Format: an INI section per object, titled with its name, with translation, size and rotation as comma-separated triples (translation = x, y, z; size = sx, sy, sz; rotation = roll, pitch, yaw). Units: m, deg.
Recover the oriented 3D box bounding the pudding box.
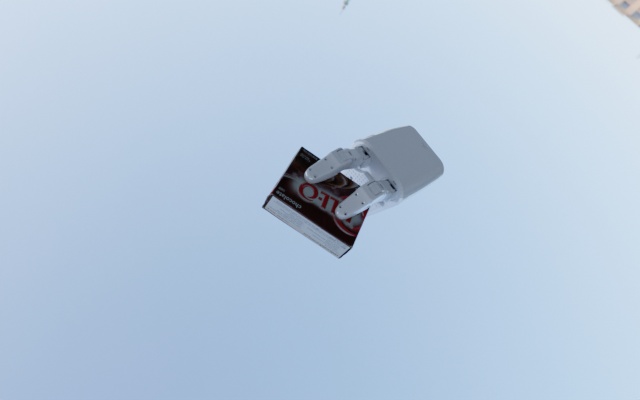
[pudding box]
translation = 0.000, 0.002, 0.568
size = 0.113, 0.090, 0.039
rotation = 32, -42, -5
